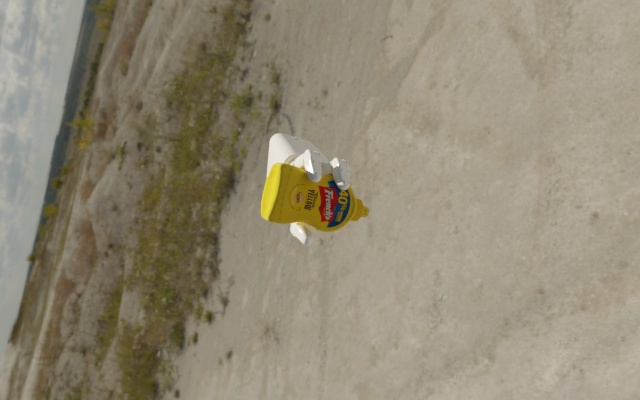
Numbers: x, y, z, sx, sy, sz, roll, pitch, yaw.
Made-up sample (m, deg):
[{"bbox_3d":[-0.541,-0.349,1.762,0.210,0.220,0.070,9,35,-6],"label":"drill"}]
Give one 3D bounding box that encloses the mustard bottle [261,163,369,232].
[{"bbox_3d":[0.000,0.003,0.804,0.191,0.096,0.058,13,0,-30],"label":"mustard bottle"}]
